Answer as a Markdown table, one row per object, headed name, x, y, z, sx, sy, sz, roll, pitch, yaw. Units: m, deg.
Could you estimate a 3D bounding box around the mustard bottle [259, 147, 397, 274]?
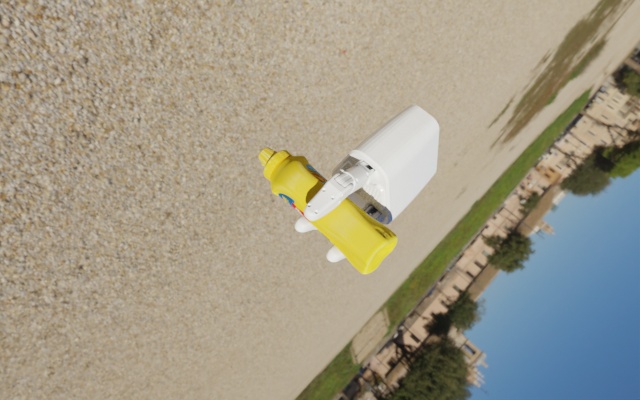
| name | x | y | z | sx | sy | sz | roll | pitch | yaw |
| --- | --- | --- | --- | --- | --- | --- | --- | --- | --- |
| mustard bottle | 0.000 | 0.002 | 0.555 | 0.191 | 0.058 | 0.096 | 42 | 2 | 16 |
